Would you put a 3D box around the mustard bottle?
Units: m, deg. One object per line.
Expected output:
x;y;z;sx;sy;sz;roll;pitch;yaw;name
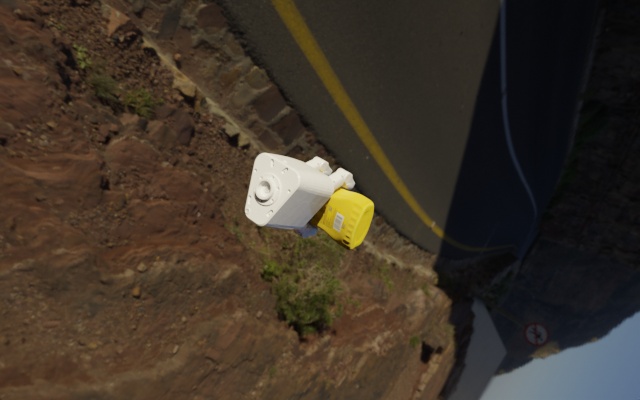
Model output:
0.001;0.003;0.859;0.191;0.096;0.058;31;35;27;mustard bottle
